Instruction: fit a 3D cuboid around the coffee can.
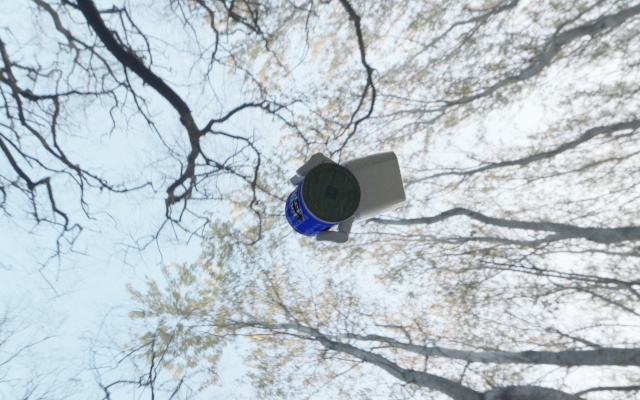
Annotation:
[{"bbox_3d":[0.000,0.003,0.852,0.103,0.102,0.140,0,-14,-17],"label":"coffee can"}]
